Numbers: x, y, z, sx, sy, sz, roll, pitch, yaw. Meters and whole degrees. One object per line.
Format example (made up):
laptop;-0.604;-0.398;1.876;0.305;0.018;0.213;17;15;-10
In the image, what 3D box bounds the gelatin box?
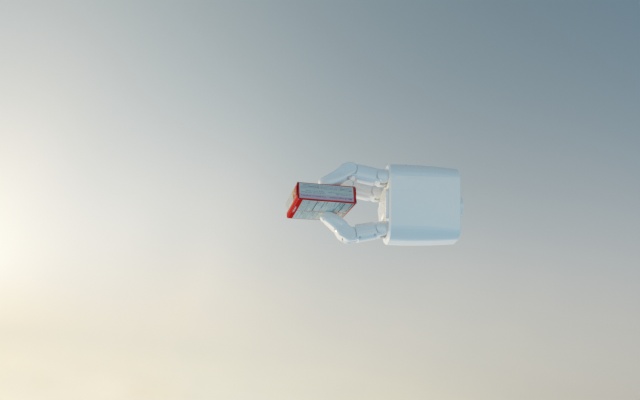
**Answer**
gelatin box;0.000;0.003;0.700;0.089;0.030;0.073;3;-24;-16
